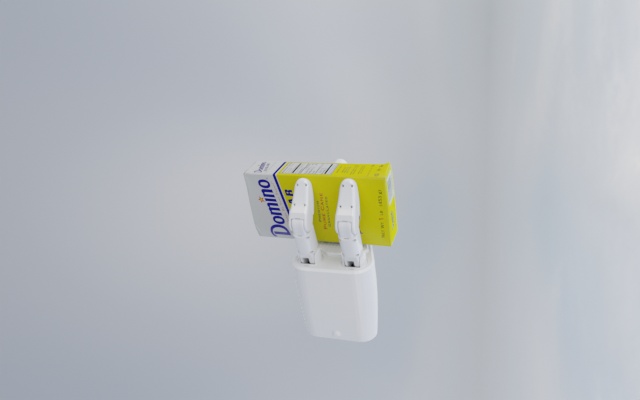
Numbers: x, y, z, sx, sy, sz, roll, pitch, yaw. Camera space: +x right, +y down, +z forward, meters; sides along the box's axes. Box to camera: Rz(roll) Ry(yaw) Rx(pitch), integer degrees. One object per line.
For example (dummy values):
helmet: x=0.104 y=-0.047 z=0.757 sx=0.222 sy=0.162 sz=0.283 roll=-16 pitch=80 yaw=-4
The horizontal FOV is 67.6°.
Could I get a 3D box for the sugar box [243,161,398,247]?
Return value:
sugar box: x=0.000 y=0.002 z=0.576 sx=0.176 sy=0.093 sz=0.048 roll=1 pitch=29 yaw=19
